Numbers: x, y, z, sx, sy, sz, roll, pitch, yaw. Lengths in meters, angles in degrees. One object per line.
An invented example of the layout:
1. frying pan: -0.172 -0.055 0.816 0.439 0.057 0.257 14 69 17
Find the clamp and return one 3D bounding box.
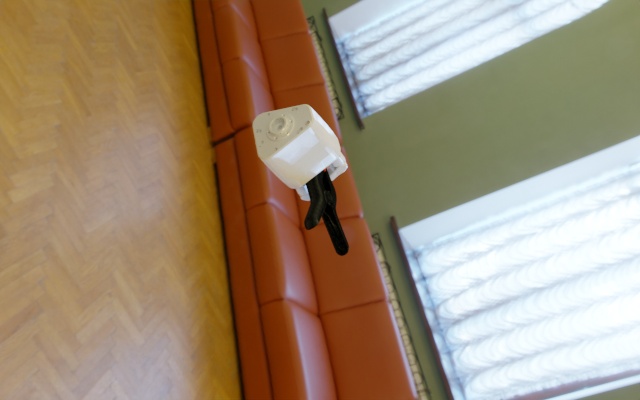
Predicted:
1. clamp: 0.001 0.002 0.815 0.039 0.171 0.120 -23 -30 15
